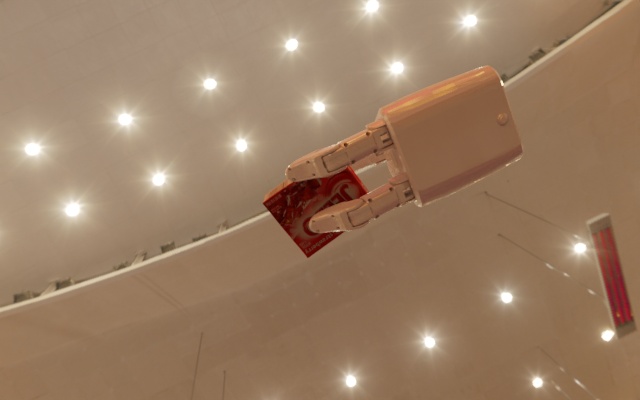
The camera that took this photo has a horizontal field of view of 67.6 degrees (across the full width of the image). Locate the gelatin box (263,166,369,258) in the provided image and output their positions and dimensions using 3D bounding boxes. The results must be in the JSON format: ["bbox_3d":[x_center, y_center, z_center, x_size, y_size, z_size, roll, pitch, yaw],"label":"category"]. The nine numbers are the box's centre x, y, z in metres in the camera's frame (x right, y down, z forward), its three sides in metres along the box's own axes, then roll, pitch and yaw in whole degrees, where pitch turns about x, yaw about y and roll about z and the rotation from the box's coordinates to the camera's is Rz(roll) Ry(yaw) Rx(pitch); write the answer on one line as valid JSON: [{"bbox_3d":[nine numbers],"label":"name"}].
[{"bbox_3d":[0.000,0.002,0.471,0.089,0.073,0.030,-36,15,10],"label":"gelatin box"}]
